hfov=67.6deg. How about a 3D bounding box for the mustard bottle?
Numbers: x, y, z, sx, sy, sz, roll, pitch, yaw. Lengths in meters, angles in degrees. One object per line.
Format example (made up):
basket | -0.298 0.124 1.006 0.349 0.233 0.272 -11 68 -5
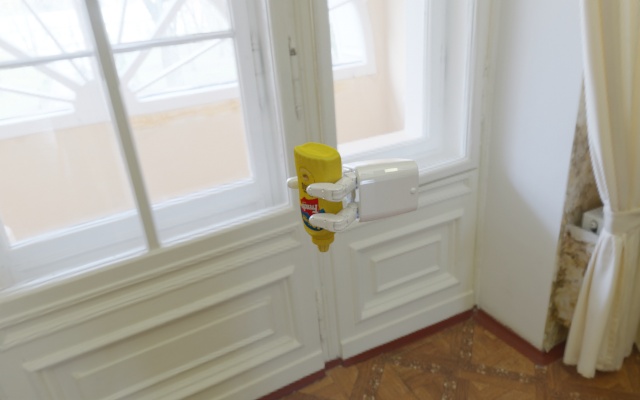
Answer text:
mustard bottle | 0.000 0.003 0.816 0.058 0.192 0.096 -22 31 -32
